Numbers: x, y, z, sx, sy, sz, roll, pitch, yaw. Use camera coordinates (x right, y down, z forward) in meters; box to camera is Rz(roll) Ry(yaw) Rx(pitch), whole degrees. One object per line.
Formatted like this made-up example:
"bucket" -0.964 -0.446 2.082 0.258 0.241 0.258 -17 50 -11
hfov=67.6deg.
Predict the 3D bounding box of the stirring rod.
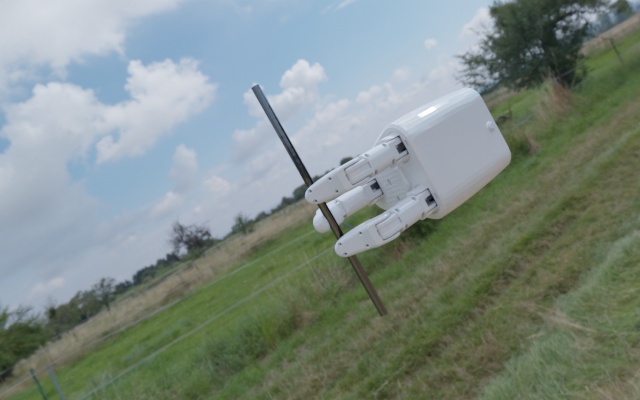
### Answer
"stirring rod" 0.000 0.001 0.438 0.011 0.239 0.011 -29 3 2
